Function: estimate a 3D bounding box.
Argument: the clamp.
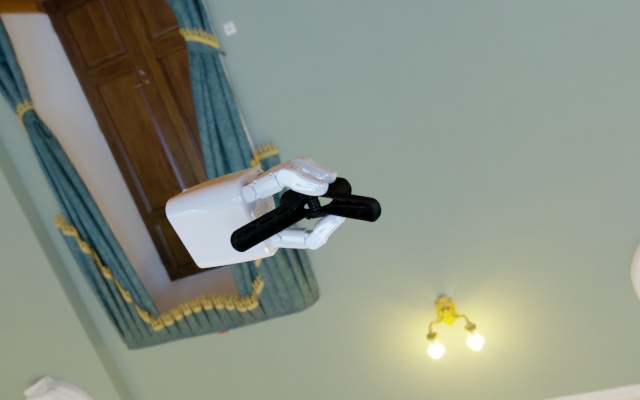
[{"bbox_3d":[0.000,0.003,0.582,0.164,0.036,0.210,-11,14,16],"label":"clamp"}]
